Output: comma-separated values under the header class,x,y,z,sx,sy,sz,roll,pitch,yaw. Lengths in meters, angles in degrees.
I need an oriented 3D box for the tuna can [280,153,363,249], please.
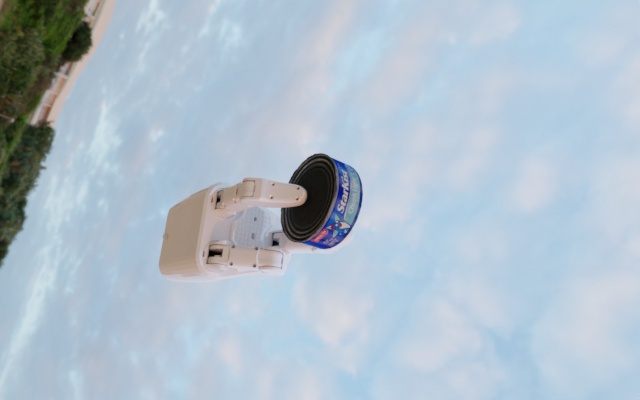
class,x,y,z,sx,sy,sz,roll,pitch,yaw
tuna can,0.001,0.002,0.446,0.034,0.086,0.086,20,-11,-33
